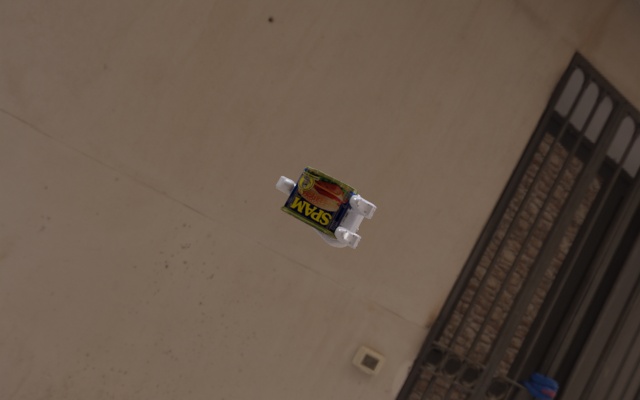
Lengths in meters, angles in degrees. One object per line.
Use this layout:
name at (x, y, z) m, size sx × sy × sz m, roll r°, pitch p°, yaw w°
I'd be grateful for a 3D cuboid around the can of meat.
can of meat at (0.000, 0.002, 0.775) m, size 0.102 × 0.084 × 0.057 m, roll 28°, pitch -5°, yaw 16°
